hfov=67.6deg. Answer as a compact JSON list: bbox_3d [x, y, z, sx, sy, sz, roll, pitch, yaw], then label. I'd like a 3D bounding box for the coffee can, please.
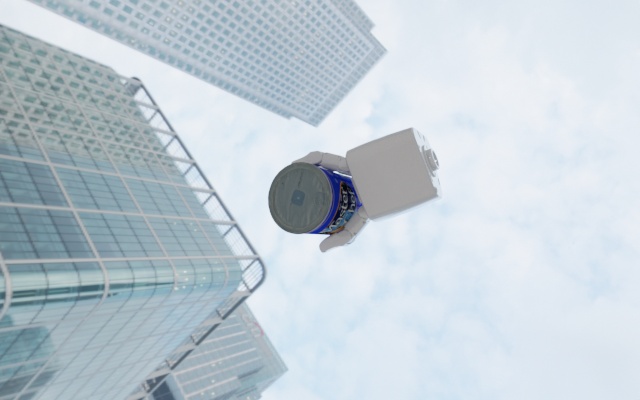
[{"bbox_3d":[0.000,0.003,0.733,0.103,0.103,0.140,0,-5,28],"label":"coffee can"}]
